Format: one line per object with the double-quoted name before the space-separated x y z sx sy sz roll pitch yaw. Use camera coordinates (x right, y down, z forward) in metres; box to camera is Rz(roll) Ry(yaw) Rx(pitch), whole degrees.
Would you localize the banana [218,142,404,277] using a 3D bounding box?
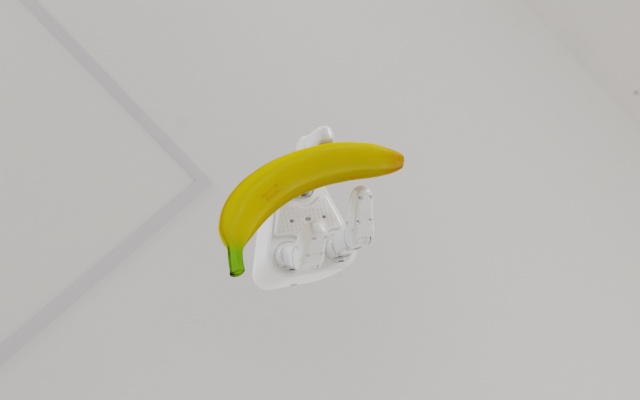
"banana" -0.014 -0.012 0.408 0.197 0.069 0.037 -33 -11 -28
